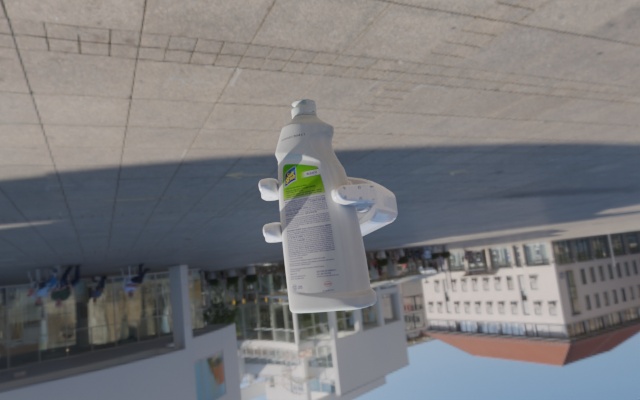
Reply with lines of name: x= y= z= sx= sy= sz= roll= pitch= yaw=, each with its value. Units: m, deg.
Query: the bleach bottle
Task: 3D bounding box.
bleach bottle: x=0.000 y=0.002 z=0.569 sx=0.102 sy=0.251 sz=0.068 roll=-10 pitch=-8 yaw=25
